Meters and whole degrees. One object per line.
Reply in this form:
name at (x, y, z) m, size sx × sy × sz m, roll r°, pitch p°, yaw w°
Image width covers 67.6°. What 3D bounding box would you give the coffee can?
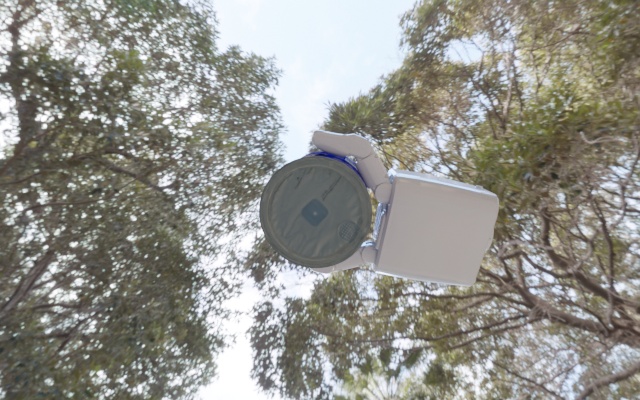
coffee can at (0.000, 0.002, 0.497) m, size 0.103 × 0.103 × 0.140 m, roll 0°, pitch 8°, yaw 4°
